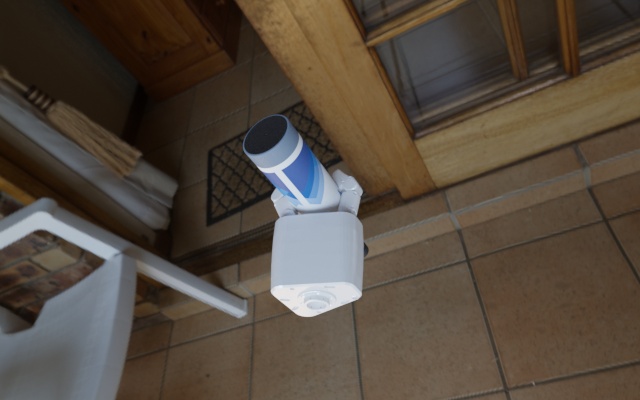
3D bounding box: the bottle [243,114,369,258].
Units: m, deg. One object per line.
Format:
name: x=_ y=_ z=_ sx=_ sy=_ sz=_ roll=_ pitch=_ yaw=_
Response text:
bottle: x=0.000 y=0.002 z=0.681 sx=0.069 sy=0.069 sz=0.296 roll=0 pitch=-34 yaw=33
